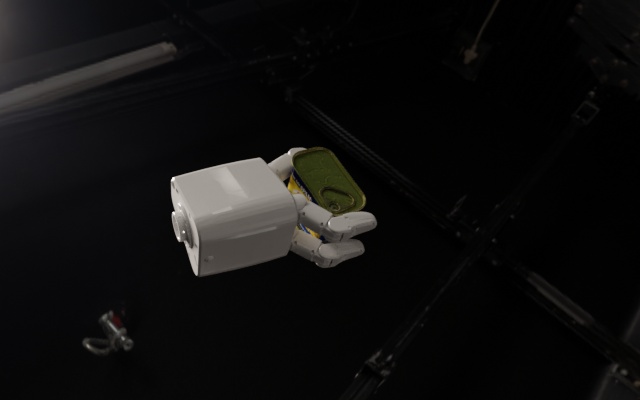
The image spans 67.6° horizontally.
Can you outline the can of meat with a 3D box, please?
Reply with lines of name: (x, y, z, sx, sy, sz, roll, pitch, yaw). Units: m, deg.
can of meat: (0.000, 0.002, 0.574, 0.057, 0.102, 0.084, -18, -33, -28)
